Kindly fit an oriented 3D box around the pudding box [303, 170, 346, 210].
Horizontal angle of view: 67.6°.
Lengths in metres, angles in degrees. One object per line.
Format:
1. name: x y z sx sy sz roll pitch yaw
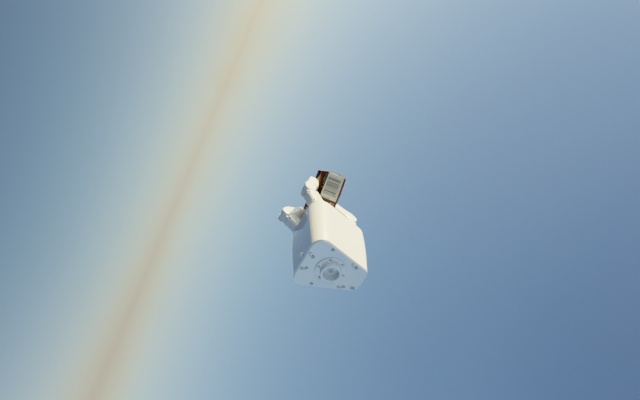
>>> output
1. pudding box: 0.000 0.003 0.862 0.039 0.113 0.090 23 0 -14
